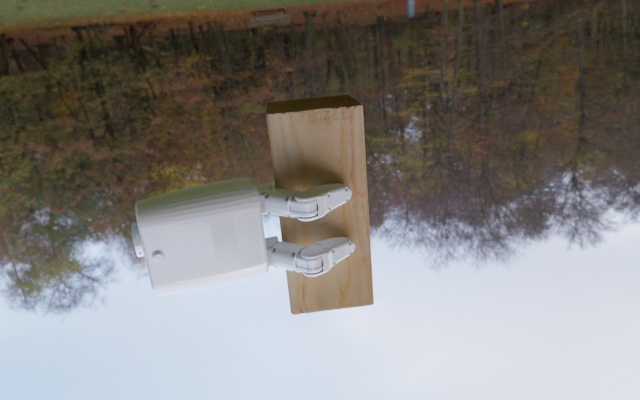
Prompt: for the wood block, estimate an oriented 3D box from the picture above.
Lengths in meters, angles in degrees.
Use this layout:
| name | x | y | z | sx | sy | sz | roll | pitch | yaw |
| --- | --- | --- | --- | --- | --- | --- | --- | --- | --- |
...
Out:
| name | x | y | z | sx | sy | sz | roll | pitch | yaw |
| --- | --- | --- | --- | --- | --- | --- | --- | --- | --- |
| wood block | 0.000 | 0.002 | 0.499 | 0.090 | 0.206 | 0.090 | -6 | 19 | -4 |
